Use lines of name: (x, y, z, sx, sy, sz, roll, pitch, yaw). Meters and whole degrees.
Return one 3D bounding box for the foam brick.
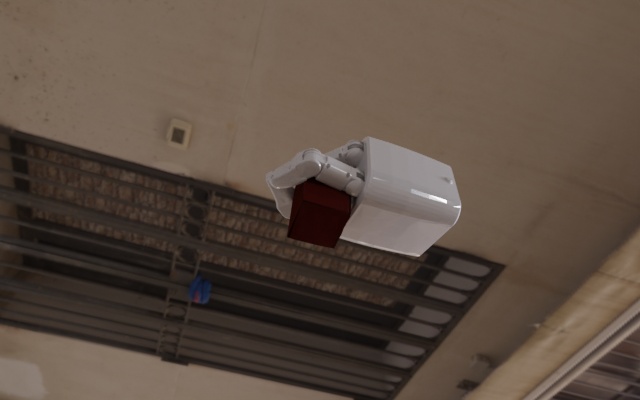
foam brick: (0.000, 0.002, 0.497, 0.051, 0.053, 0.078, 17, 38, -10)
